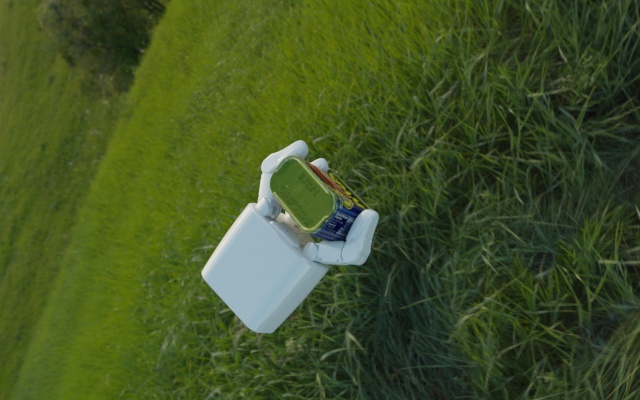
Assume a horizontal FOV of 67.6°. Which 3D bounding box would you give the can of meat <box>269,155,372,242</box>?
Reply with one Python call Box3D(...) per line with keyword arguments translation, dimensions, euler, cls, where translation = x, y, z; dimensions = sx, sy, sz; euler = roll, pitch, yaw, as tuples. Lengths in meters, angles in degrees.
Box3D(translation=(0.000, 0.002, 0.535), dimensions=(0.102, 0.057, 0.084), euler=(48, 14, 34), cls="can of meat")
